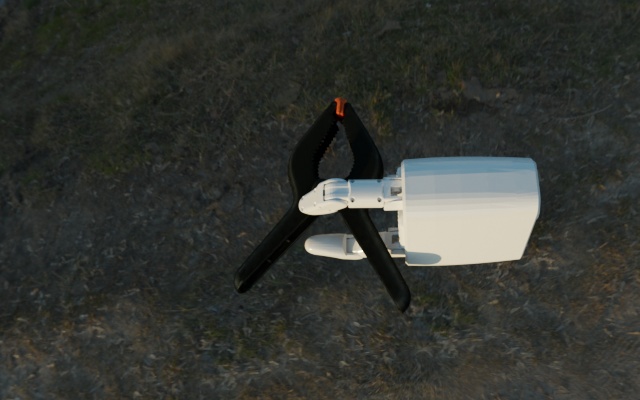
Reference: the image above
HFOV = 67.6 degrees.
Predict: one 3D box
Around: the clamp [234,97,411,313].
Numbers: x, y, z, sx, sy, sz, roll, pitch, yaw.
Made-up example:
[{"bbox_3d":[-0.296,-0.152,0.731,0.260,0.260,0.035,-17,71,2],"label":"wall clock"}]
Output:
[{"bbox_3d":[0.000,0.001,0.461,0.164,0.210,0.036,-2,-17,9],"label":"clamp"}]
